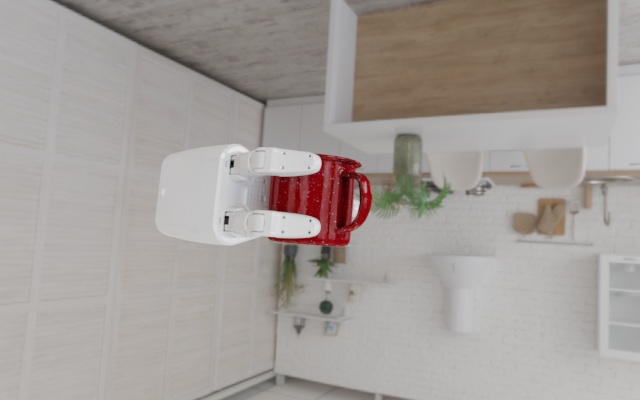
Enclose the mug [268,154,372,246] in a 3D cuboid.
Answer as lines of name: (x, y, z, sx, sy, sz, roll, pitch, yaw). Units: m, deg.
mug: (0.001, 0.002, 0.457, 0.117, 0.081, 0.093, 1, -5, 40)
